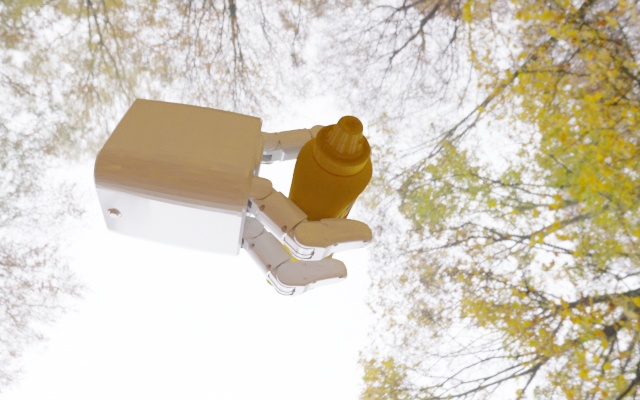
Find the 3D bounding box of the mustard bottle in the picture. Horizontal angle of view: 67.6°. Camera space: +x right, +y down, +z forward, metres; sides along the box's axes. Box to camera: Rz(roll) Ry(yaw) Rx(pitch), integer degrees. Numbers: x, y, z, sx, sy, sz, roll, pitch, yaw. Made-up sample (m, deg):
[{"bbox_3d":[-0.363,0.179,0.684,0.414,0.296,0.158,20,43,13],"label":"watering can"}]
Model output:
[{"bbox_3d":[0.000,0.002,0.401,0.058,0.096,0.192,30,-37,7],"label":"mustard bottle"}]
